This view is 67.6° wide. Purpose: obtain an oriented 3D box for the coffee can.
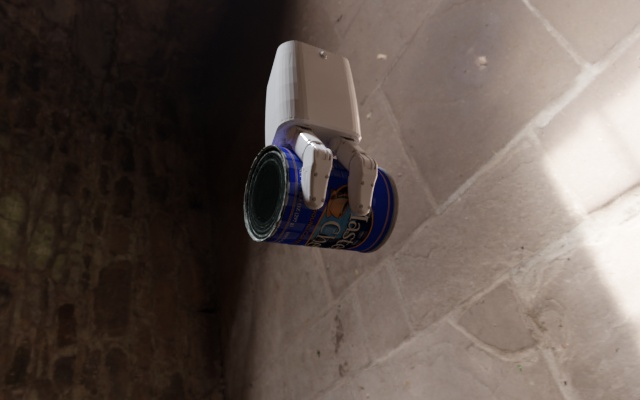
[{"bbox_3d":[0.000,0.002,0.529,0.140,0.103,0.103,9,-5,-31],"label":"coffee can"}]
